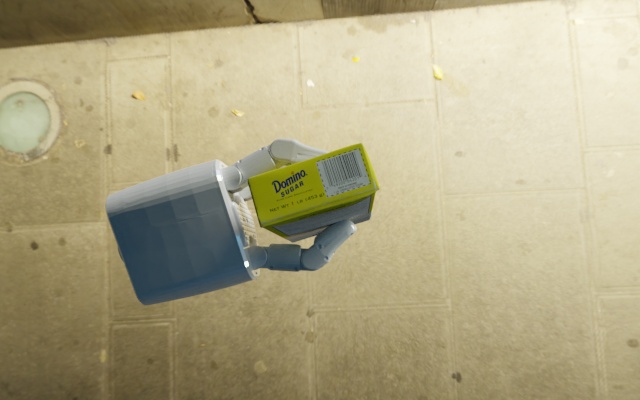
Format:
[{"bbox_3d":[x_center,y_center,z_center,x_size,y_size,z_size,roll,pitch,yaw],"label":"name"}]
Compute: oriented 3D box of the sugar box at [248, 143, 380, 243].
[{"bbox_3d":[0.000,0.001,0.434,0.093,0.048,0.176,-17,-7,1],"label":"sugar box"}]
